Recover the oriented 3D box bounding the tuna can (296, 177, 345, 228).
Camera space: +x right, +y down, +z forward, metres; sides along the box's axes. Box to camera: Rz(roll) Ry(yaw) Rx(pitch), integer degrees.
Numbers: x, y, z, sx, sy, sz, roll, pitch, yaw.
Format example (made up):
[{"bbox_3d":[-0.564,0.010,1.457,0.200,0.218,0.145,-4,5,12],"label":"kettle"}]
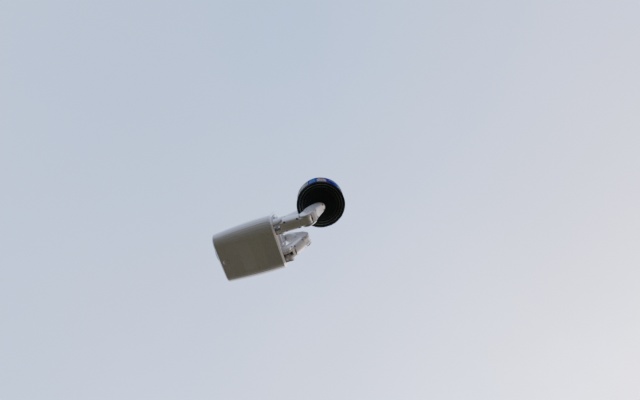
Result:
[{"bbox_3d":[0.000,0.003,0.850,0.086,0.086,0.033,0,19,-2],"label":"tuna can"}]
